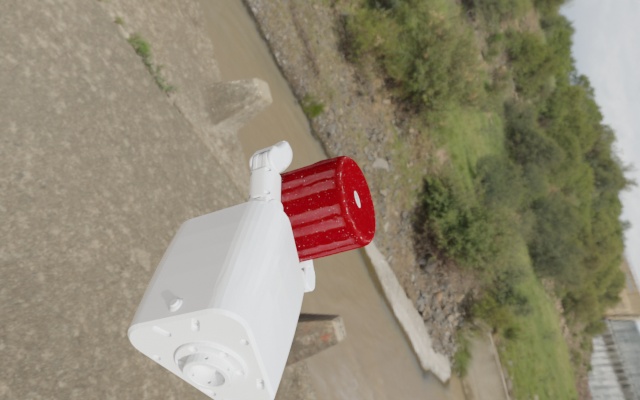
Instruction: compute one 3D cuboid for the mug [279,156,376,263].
[{"bbox_3d":[0.001,0.001,0.437,0.081,0.093,0.117,-16,34,22],"label":"mug"}]
